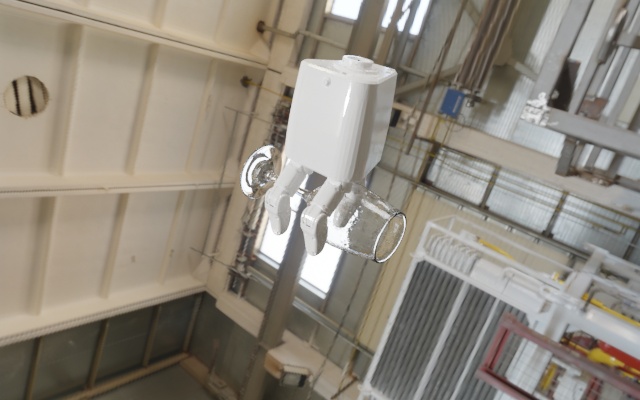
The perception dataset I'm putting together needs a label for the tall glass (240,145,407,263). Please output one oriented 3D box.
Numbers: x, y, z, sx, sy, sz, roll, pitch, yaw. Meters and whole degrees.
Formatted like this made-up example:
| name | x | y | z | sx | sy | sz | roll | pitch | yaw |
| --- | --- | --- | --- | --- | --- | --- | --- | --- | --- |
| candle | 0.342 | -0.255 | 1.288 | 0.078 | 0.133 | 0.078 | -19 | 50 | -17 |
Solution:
| name | x | y | z | sx | sy | sz | roll | pitch | yaw |
| --- | --- | --- | --- | --- | --- | --- | --- | --- | --- |
| tall glass | 0.000 | 0.002 | 0.564 | 0.201 | 0.079 | 0.079 | 27 | 15 | 30 |
